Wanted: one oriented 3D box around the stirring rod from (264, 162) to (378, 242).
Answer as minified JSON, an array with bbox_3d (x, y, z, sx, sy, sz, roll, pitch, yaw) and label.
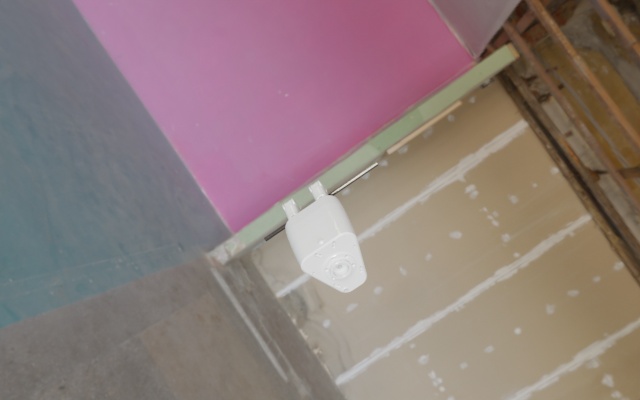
[{"bbox_3d":[0.000,0.003,0.845,0.239,0.011,0.011,-34,-4,5],"label":"stirring rod"}]
